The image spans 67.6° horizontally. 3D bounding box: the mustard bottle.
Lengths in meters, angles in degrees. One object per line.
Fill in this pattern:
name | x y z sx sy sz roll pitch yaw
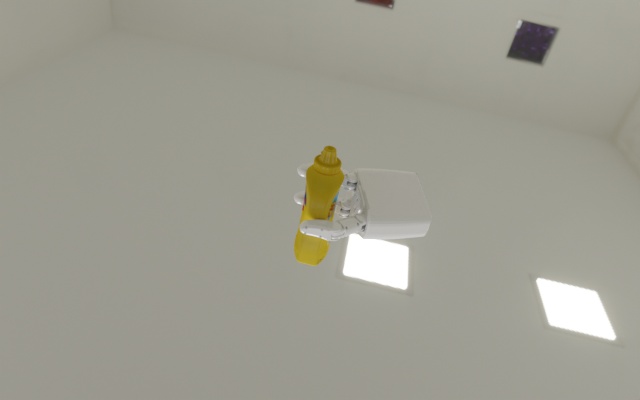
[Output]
mustard bottle | 0.000 0.003 0.740 0.058 0.192 0.096 14 35 4
